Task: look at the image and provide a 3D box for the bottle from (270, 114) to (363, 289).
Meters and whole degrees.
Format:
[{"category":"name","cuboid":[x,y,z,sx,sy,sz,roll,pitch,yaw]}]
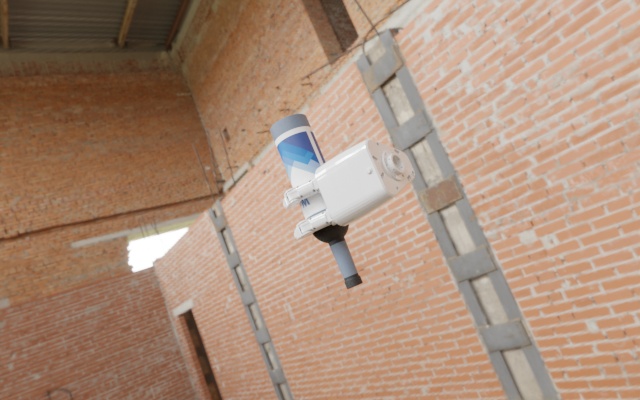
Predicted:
[{"category":"bottle","cuboid":[0.000,0.002,0.786,0.069,0.295,0.069,-22,-10,-4]}]
